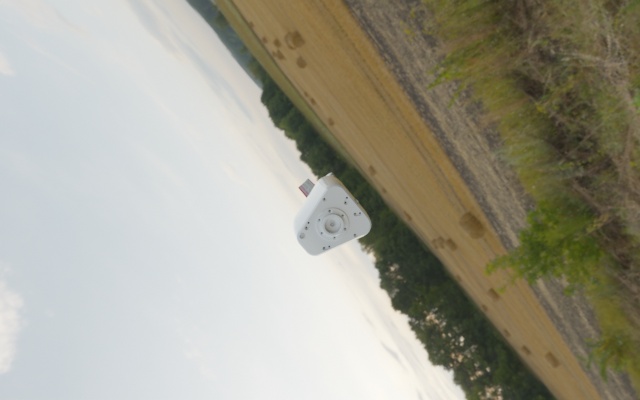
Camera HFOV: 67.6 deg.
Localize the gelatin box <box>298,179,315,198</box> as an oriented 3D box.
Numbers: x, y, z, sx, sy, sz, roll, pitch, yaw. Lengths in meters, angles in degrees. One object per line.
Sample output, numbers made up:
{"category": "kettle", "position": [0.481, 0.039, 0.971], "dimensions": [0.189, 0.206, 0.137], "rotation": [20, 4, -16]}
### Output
{"category": "gelatin box", "position": [0.000, 0.003, 0.886], "dimensions": [0.030, 0.073, 0.089], "rotation": [-41, 22, -2]}
